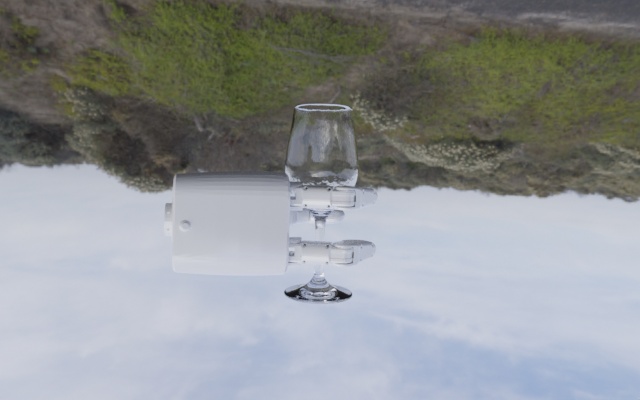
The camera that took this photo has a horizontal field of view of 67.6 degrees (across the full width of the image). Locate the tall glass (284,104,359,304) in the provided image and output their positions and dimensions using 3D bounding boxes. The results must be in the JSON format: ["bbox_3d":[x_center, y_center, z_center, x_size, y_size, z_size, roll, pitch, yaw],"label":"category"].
[{"bbox_3d":[0.000,0.002,0.508,0.079,0.201,0.079,2,4,0],"label":"tall glass"}]
